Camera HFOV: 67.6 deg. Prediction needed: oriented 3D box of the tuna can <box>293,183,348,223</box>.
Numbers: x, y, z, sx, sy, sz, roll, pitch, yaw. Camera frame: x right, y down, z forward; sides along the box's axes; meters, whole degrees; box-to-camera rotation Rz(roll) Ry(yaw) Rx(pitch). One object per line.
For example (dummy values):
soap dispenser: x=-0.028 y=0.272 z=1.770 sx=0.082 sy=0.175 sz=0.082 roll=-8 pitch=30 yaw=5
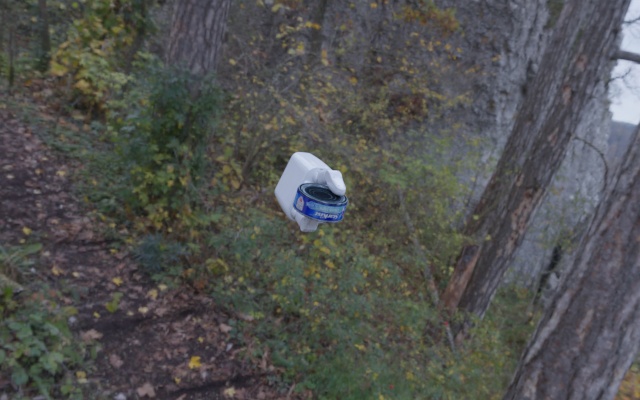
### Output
tuna can: x=0.000 y=0.002 z=0.777 sx=0.086 sy=0.034 sz=0.086 roll=14 pitch=20 yaw=-5
